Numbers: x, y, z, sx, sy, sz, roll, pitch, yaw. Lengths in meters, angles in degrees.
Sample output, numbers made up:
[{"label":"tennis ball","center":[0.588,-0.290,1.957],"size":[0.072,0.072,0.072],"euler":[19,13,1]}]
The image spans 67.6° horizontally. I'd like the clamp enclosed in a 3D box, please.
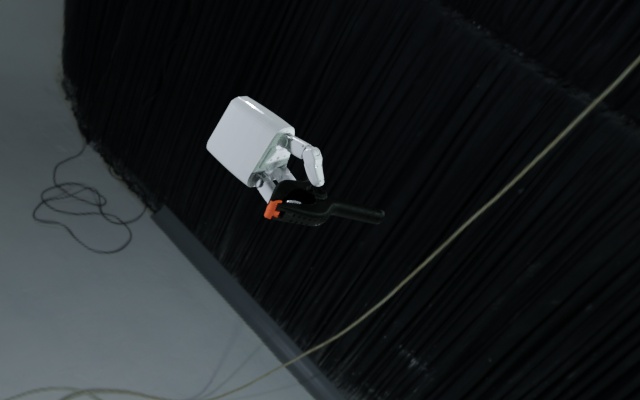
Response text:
[{"label":"clamp","center":[0.000,0.002,0.741],"size":[0.164,0.036,0.210],"euler":[36,29,19]}]
